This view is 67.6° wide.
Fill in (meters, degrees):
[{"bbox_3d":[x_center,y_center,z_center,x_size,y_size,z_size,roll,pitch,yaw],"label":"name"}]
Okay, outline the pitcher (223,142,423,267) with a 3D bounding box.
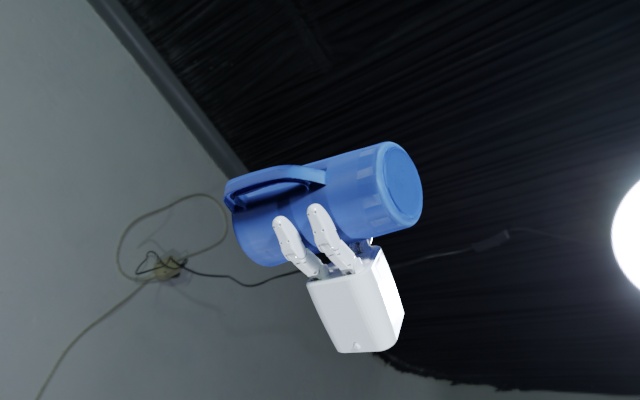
[{"bbox_3d":[0.000,0.002,0.635,0.243,0.145,0.149,-17,10,36],"label":"pitcher"}]
